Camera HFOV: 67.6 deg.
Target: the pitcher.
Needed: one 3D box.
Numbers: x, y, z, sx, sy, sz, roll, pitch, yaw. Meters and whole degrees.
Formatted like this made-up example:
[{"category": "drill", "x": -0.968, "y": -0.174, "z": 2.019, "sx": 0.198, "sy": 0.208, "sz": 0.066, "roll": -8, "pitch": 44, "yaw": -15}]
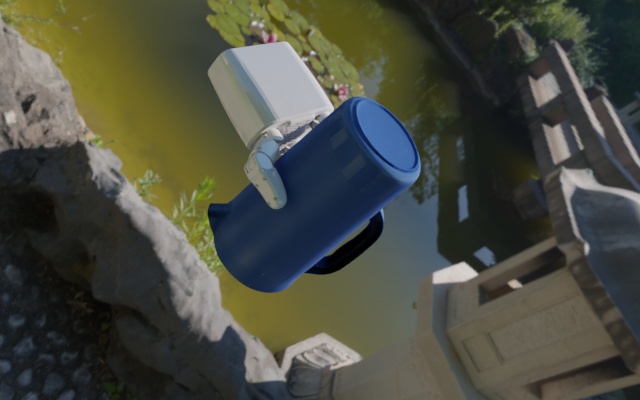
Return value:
[{"category": "pitcher", "x": 0.000, "y": 0.002, "z": 0.550, "sx": 0.243, "sy": 0.145, "sz": 0.149, "roll": -39, "pitch": -14, "yaw": 36}]
